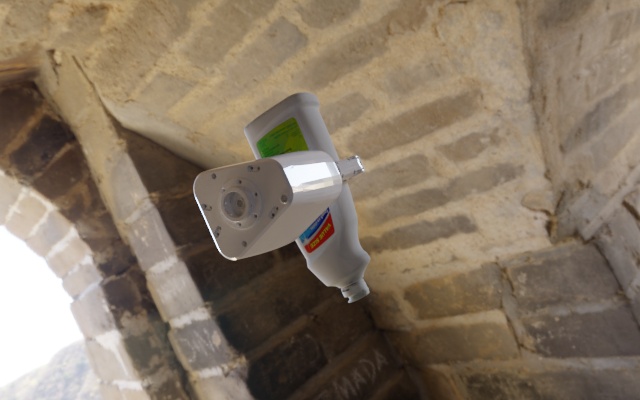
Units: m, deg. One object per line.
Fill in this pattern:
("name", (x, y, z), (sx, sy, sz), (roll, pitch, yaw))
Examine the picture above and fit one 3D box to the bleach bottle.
("bleach bottle", (0.000, 0.002, 0.587), (0.102, 0.251, 0.068), (-28, -5, 27))
